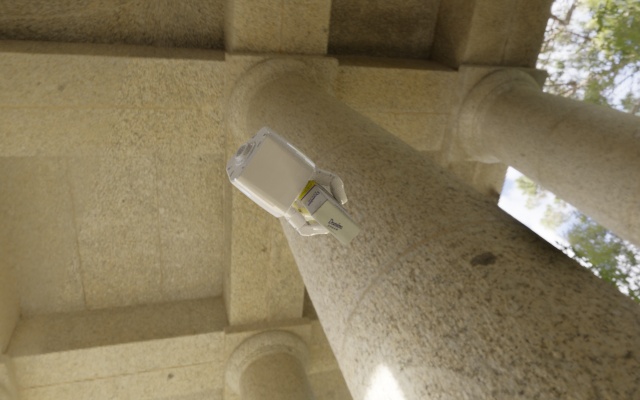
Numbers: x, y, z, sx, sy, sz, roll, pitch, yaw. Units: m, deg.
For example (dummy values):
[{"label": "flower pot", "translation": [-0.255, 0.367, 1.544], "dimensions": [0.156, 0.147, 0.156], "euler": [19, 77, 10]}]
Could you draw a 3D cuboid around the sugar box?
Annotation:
[{"label": "sugar box", "translation": [0.000, 0.003, 0.854], "dimensions": [0.093, 0.048, 0.176], "euler": [41, 8, -29]}]
